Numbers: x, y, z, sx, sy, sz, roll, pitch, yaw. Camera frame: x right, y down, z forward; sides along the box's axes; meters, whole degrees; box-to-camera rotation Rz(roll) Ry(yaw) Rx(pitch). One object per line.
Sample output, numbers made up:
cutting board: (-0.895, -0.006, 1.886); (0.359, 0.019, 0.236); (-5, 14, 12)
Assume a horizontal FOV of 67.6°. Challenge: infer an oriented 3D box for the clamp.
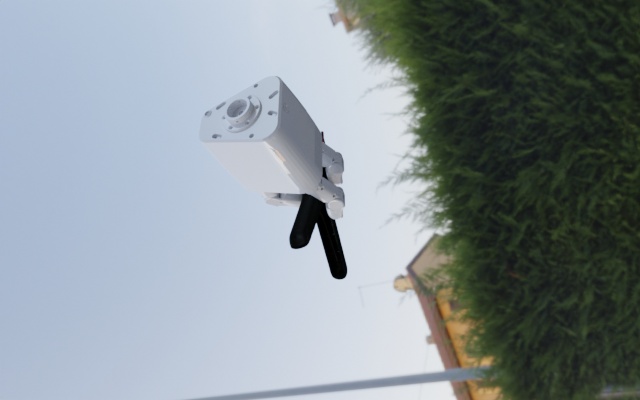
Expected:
clamp: (-0.001, 0.002, 0.668); (0.036, 0.209, 0.165); (-11, -33, 17)
